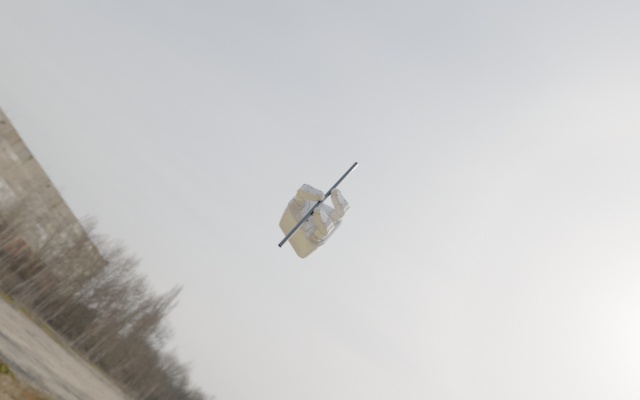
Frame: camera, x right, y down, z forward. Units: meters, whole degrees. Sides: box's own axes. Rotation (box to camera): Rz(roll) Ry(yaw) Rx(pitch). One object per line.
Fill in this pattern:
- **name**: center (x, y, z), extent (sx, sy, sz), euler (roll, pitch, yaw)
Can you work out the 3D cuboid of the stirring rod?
- **stirring rod**: center (0.000, 0.003, 0.896), extent (0.011, 0.011, 0.239), euler (0, 40, 52)
